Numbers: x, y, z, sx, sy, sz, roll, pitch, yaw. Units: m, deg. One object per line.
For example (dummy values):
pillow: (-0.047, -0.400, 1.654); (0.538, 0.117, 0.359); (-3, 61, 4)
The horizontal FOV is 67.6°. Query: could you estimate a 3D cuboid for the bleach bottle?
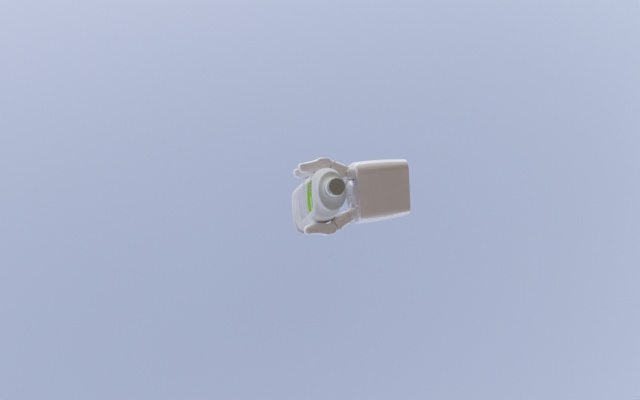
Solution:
bleach bottle: (0.000, 0.003, 0.883); (0.068, 0.102, 0.251); (-7, -6, -14)
